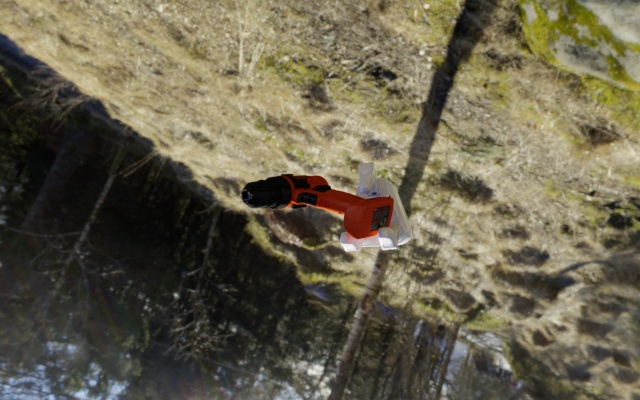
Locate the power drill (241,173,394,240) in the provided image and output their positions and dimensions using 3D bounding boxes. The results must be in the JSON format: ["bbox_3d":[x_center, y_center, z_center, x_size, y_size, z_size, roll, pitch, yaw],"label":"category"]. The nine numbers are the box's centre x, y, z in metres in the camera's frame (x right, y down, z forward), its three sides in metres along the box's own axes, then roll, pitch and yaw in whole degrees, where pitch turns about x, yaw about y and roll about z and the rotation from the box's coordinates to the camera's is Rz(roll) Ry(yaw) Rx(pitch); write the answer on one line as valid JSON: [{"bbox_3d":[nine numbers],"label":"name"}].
[{"bbox_3d":[0.001,0.003,0.717,0.187,0.057,0.184,20,18,34],"label":"power drill"}]
